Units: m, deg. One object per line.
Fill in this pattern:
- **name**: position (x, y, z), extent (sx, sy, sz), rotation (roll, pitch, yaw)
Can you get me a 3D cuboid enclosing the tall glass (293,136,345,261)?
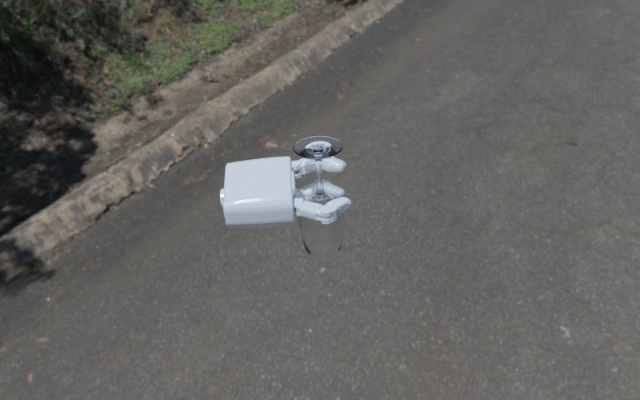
- **tall glass**: position (0.000, 0.002, 0.771), extent (0.079, 0.201, 0.079), rotation (-2, 33, 2)
